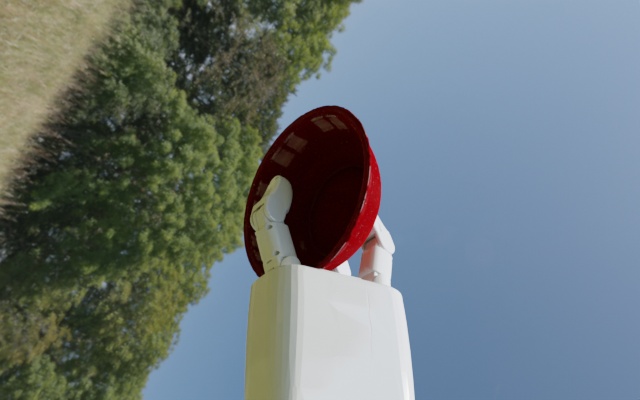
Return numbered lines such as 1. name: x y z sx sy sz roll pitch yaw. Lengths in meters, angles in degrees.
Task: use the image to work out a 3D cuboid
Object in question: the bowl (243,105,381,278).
1. bowl: 0.000 0.000 0.422 0.055 0.162 0.162 22 -14 -38
